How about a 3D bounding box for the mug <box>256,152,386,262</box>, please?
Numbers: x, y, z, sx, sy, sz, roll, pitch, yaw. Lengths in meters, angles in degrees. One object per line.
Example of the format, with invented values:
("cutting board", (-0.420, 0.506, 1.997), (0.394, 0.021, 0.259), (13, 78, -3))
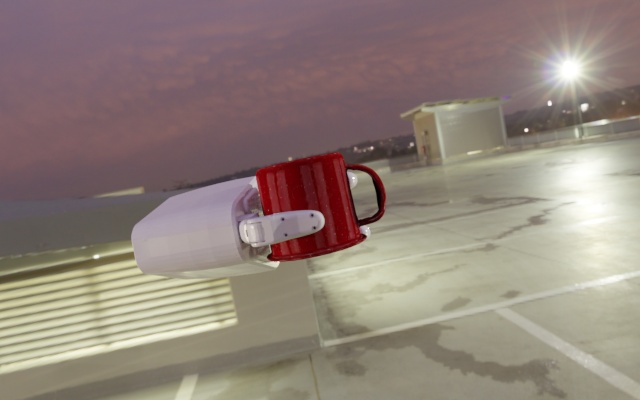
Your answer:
("mug", (0.001, 0.001, 0.429), (0.117, 0.081, 0.093), (-11, 3, 11))
